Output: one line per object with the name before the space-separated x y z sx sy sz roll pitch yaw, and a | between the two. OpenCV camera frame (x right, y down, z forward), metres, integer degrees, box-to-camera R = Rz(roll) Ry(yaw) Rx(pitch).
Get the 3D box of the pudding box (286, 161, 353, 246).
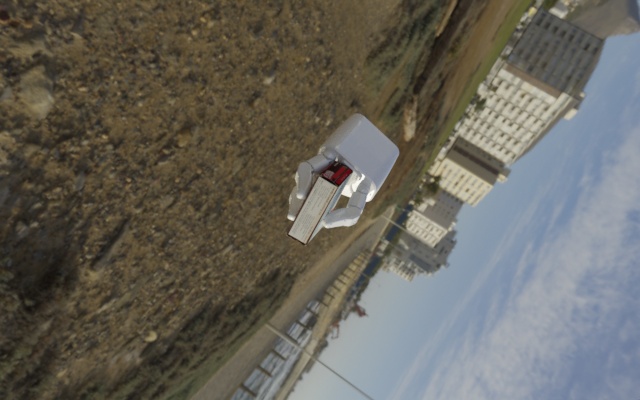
pudding box | 0.000 0.002 0.718 0.039 0.113 0.090 30 24 8
